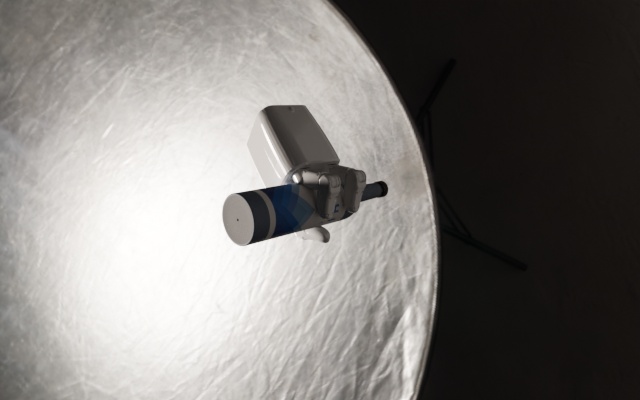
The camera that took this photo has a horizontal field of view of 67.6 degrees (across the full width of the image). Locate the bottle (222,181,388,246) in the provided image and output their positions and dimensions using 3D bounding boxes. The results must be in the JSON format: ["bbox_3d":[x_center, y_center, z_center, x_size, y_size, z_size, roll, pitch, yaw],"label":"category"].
[{"bbox_3d":[0.000,0.002,0.686,0.069,0.069,0.295,0,8,44],"label":"bottle"}]
